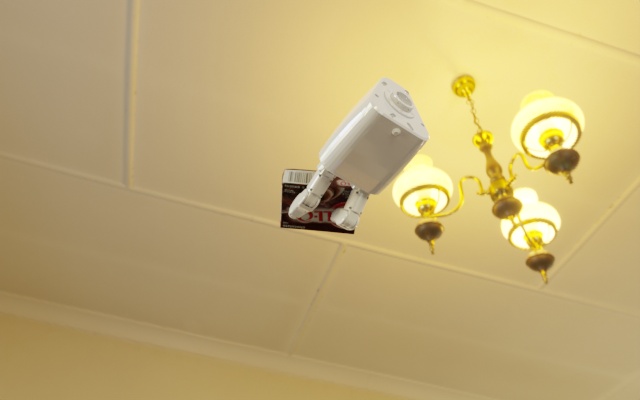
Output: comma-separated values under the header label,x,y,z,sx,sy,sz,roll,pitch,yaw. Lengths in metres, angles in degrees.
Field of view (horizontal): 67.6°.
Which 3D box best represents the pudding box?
label,x,y,z,sx,sy,sz,roll,pitch,yaw
pudding box,0.000,0.002,0.682,0.113,0.090,0.039,6,42,0
